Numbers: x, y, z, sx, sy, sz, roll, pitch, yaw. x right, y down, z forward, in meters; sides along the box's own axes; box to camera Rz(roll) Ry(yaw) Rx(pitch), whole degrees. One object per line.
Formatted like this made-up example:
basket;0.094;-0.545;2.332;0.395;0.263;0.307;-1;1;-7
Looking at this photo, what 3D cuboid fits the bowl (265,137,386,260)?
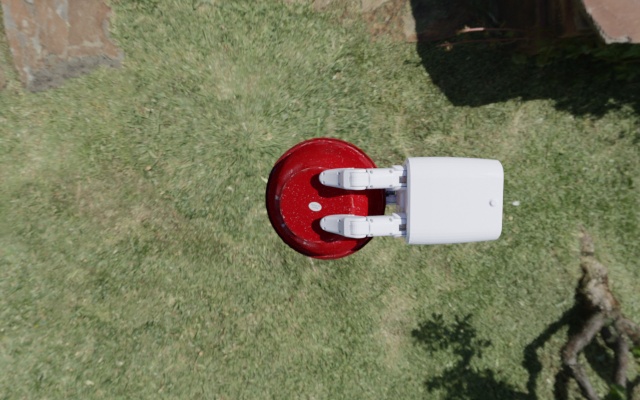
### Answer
bowl;-0.001;0.002;0.599;0.162;0.162;0.055;0;8;11
